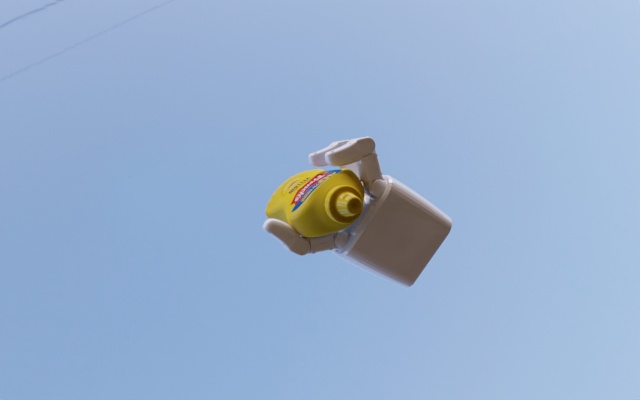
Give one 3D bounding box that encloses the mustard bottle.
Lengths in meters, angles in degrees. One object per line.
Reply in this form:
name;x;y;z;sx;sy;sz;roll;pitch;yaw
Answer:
mustard bottle;0.000;0.002;0.570;0.096;0.058;0.191;-39;16;-15
